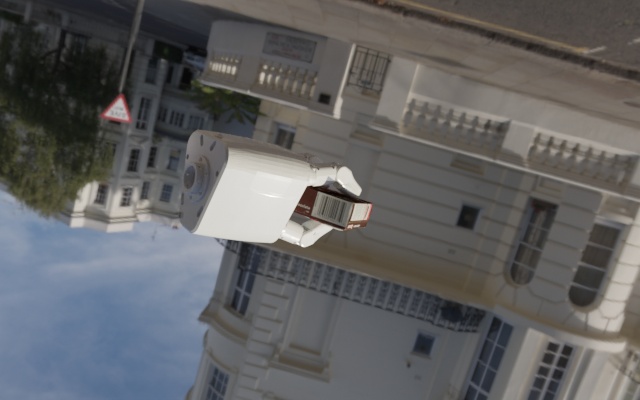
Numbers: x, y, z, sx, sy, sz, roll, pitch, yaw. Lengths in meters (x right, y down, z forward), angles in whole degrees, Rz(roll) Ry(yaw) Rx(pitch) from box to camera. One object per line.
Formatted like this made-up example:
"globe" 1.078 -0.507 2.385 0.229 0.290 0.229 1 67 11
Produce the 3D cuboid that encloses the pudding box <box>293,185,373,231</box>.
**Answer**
"pudding box" 0.000 0.002 0.605 0.113 0.039 0.090 21 7 19
